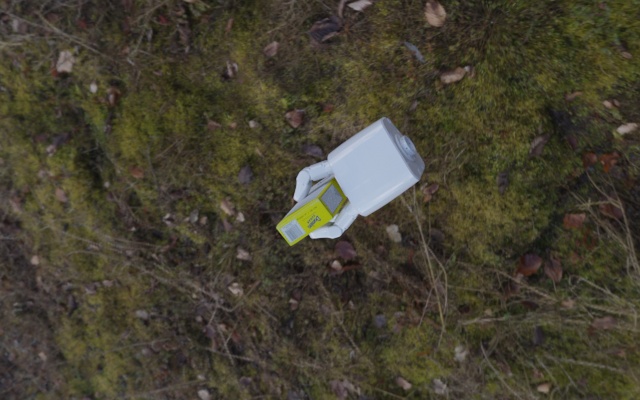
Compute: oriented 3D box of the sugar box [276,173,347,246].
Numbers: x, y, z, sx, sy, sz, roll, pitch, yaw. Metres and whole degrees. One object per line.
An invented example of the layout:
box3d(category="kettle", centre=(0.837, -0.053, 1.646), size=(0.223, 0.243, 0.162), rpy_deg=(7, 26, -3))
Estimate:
box3d(category="sugar box", centre=(0.001, 0.003, 0.799), size=(0.093, 0.048, 0.176), rpy_deg=(-33, 6, 27))
